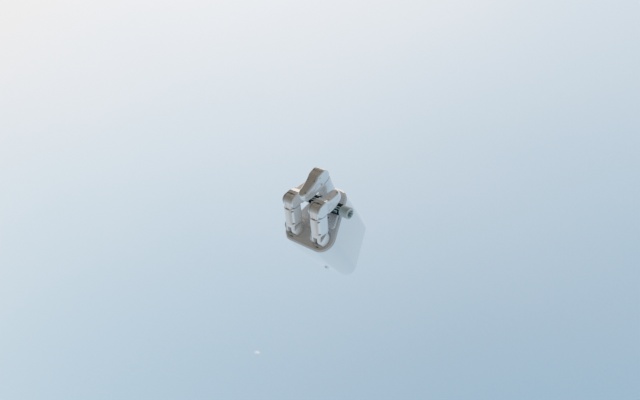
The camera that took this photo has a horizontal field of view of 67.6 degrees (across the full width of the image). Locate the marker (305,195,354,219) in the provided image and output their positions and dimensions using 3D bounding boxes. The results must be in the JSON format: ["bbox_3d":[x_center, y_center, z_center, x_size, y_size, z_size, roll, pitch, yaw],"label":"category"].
[{"bbox_3d":[0.000,0.002,0.757,0.121,0.020,0.020,21,13,37],"label":"marker"}]
